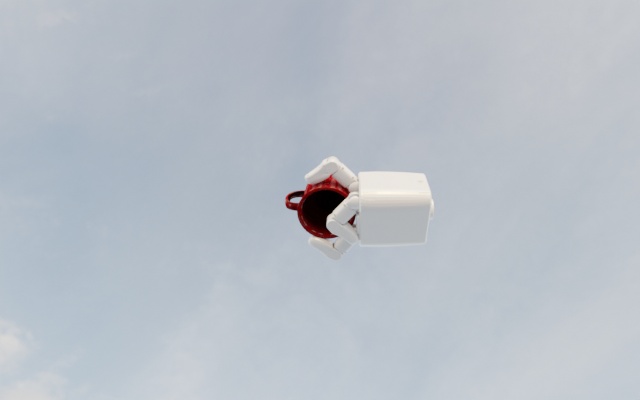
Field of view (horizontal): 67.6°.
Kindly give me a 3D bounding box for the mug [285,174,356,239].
[{"bbox_3d":[-0.001,0.003,0.788,0.117,0.093,0.081,2,27,4],"label":"mug"}]
